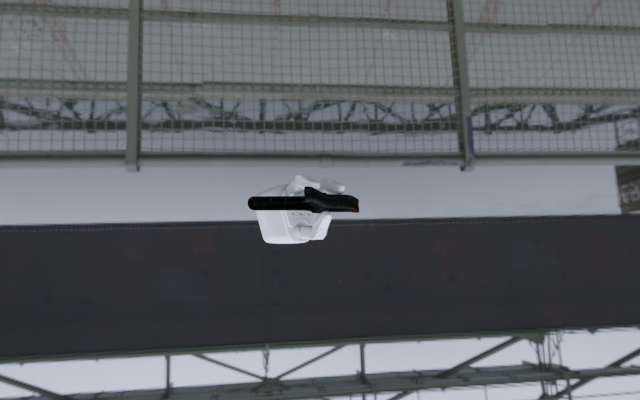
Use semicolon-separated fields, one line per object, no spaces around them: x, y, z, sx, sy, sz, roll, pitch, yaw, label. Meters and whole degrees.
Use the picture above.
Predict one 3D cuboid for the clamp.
0.000;0.004;0.843;0.210;0.036;0.164;4;-8;-36;clamp
